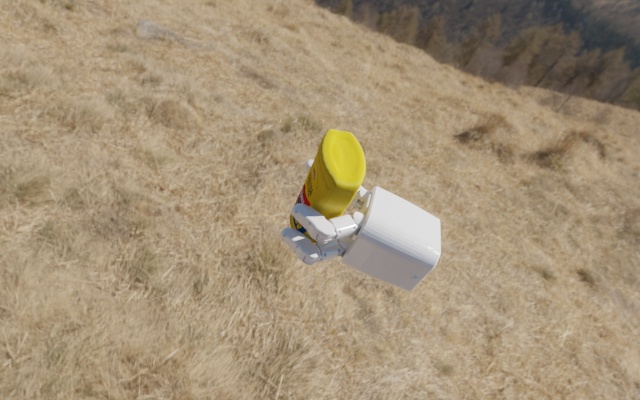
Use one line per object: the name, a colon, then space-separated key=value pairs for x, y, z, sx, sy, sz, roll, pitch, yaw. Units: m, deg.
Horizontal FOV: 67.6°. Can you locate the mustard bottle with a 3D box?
mustard bottle: x=0.000 y=0.002 z=0.644 sx=0.058 sy=0.096 sz=0.192 roll=7 pitch=-39 yaw=-17
